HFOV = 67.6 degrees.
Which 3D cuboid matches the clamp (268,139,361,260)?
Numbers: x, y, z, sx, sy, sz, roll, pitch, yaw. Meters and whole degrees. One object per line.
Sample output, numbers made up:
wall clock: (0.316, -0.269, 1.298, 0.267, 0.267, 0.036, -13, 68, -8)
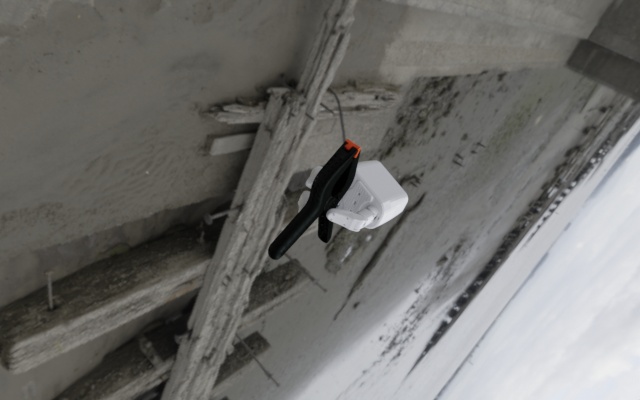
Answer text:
clamp: (0.001, 0.002, 0.750, 0.036, 0.210, 0.164, 36, 30, 22)
